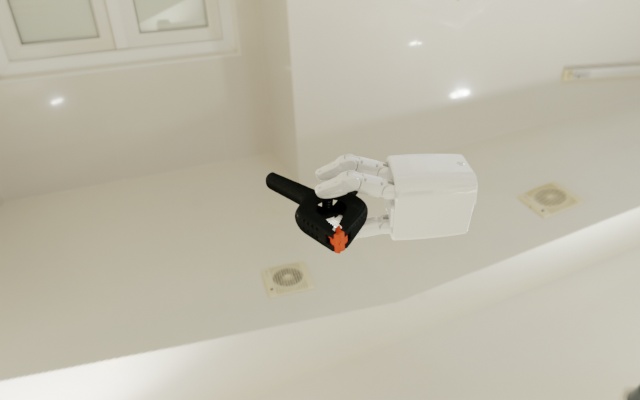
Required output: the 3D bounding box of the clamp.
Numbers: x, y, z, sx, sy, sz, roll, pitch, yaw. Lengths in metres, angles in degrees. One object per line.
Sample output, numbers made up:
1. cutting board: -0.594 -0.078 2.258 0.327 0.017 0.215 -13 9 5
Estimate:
1. clamp: 0.000 0.003 0.650 0.164 0.036 0.209 -5 29 2
